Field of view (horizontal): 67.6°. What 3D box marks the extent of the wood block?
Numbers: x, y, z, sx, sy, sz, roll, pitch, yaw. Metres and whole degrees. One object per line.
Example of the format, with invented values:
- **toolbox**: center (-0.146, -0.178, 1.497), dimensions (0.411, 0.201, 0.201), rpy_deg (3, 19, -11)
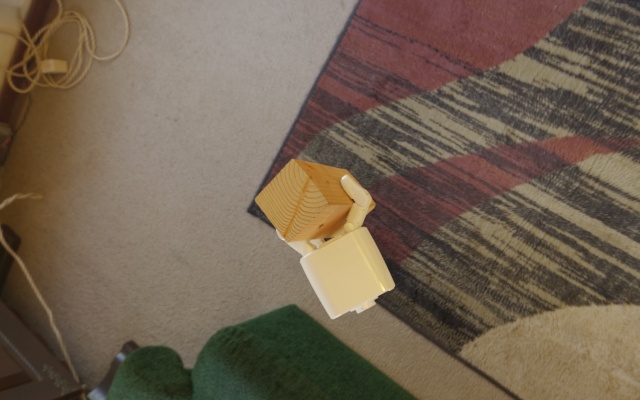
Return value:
- **wood block**: center (0.001, 0.003, 0.779), dimensions (0.091, 0.090, 0.206), rpy_deg (-44, -18, 17)
